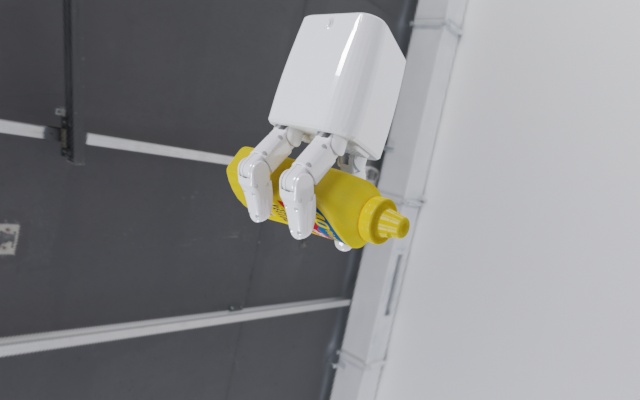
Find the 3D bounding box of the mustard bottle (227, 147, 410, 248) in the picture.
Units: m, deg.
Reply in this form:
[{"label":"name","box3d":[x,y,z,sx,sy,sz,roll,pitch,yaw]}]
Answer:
[{"label":"mustard bottle","box3d":[0.000,0.002,0.455,0.191,0.058,0.096,16,-26,40]}]
